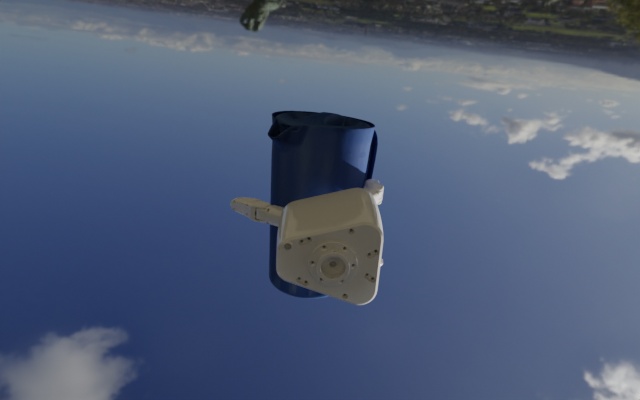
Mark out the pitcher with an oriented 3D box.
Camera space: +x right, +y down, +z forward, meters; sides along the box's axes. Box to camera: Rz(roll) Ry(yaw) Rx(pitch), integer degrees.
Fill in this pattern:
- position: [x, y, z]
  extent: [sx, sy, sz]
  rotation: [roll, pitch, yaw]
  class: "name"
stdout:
- position: [0.000, 0.002, 0.654]
  extent: [0.149, 0.243, 0.145]
  rotation: [6, 18, -2]
  class: "pitcher"
